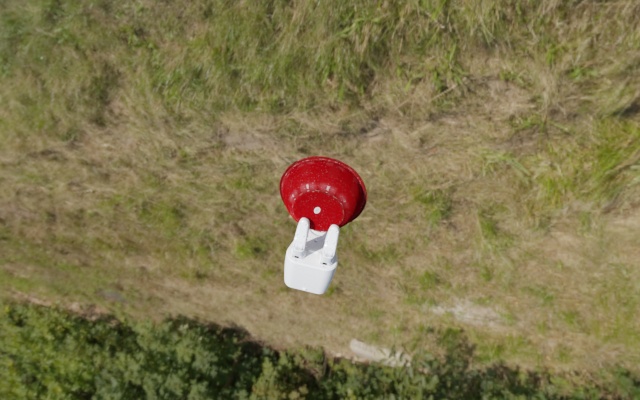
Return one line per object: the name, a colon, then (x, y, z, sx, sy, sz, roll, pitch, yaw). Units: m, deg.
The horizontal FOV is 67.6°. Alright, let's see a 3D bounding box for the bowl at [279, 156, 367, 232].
bowl: (0.000, 0.002, 0.849, 0.162, 0.162, 0.055, 0, 38, 12)
